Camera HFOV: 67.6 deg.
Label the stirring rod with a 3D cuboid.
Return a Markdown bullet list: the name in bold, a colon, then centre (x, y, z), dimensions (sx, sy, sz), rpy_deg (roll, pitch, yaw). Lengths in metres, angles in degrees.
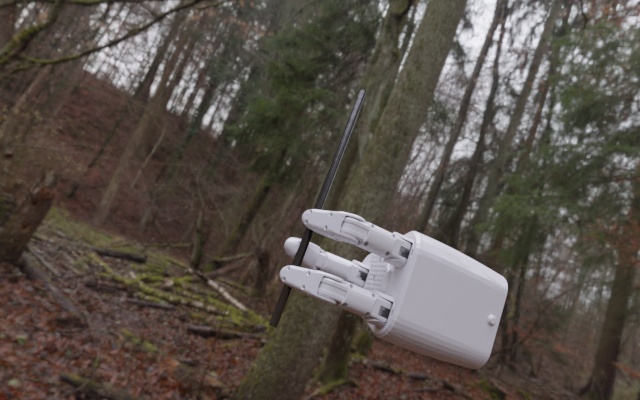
- **stirring rod**: centre (0.000, 0.002, 0.447), dimensions (0.011, 0.239, 0.011), rpy_deg (20, -13, 5)
